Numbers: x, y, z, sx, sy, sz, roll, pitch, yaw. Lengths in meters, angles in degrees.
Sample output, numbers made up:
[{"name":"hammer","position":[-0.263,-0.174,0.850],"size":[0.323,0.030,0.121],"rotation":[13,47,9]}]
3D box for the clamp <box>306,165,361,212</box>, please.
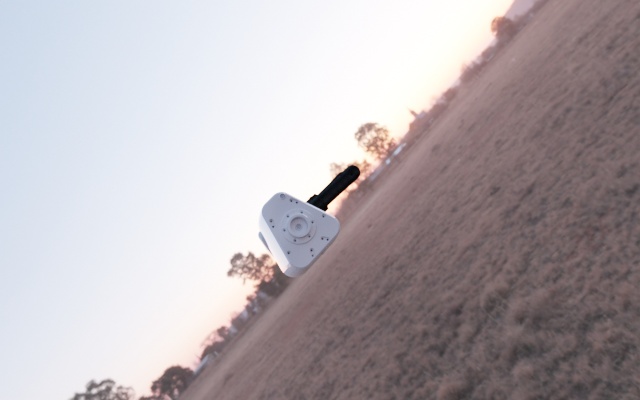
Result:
[{"name":"clamp","position":[0.000,0.002,0.794],"size":[0.039,0.171,0.120],"rotation":[43,-15,3]}]
